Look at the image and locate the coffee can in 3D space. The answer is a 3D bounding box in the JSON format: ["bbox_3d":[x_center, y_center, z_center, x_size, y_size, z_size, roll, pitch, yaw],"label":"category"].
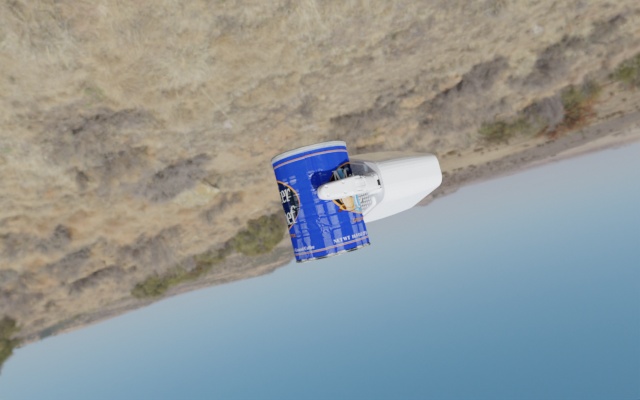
[{"bbox_3d":[0.000,0.002,0.633,0.103,0.140,0.103,-14,-2,-1],"label":"coffee can"}]
